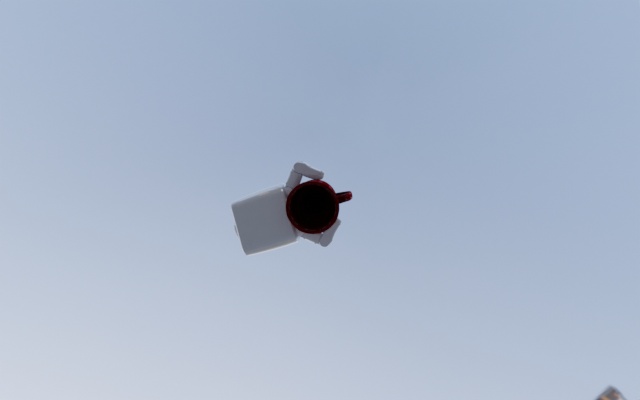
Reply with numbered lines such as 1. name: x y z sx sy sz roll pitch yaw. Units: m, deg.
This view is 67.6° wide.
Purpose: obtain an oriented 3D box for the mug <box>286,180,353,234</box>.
1. mug: 0.001 0.002 0.856 0.117 0.093 0.081 -17 8 7
